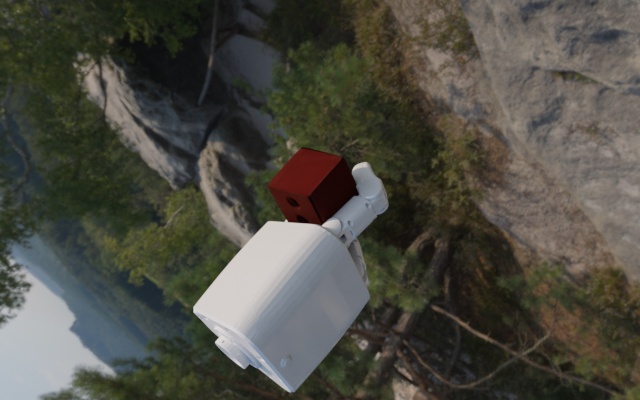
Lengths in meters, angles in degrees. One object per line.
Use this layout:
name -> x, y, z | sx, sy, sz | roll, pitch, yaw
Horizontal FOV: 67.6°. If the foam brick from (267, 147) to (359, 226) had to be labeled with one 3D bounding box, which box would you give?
foam brick -> 0.000, 0.001, 0.424 | 0.053, 0.078, 0.051 | 17, 55, 42
